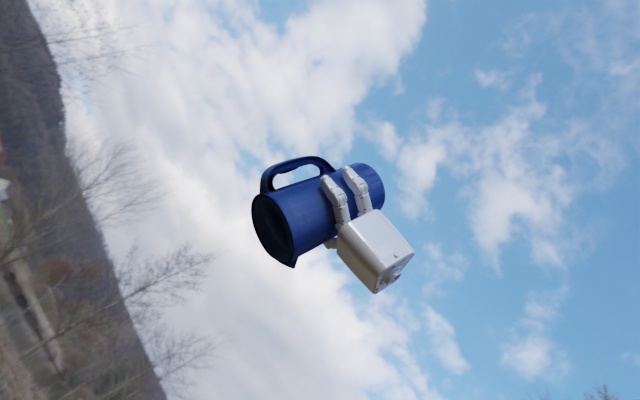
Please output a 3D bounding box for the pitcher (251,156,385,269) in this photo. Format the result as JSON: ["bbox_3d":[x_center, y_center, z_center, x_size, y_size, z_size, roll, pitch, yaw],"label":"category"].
[{"bbox_3d":[0.000,0.003,0.889,0.243,0.145,0.149,-24,-30,-33],"label":"pitcher"}]
